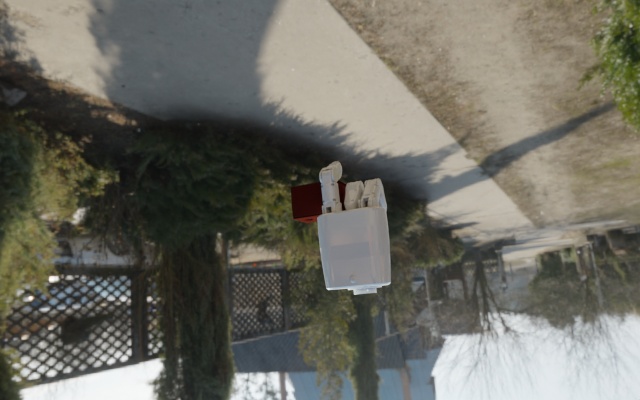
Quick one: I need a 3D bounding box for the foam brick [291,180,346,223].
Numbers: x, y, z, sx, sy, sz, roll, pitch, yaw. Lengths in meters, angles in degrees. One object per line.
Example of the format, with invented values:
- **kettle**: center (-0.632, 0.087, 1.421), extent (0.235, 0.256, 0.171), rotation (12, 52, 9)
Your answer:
- **foam brick**: center (0.000, 0.002, 0.731), extent (0.078, 0.051, 0.053), rotation (-9, -12, 21)
